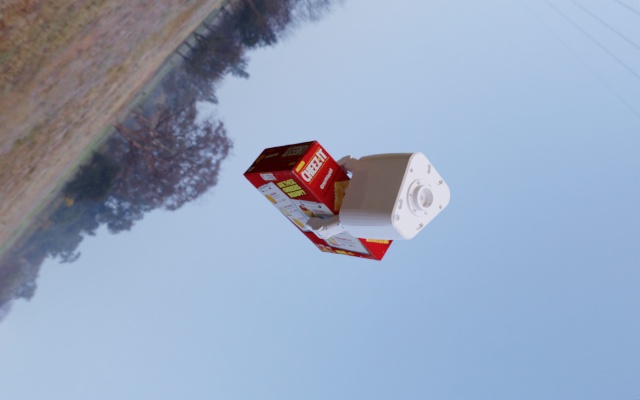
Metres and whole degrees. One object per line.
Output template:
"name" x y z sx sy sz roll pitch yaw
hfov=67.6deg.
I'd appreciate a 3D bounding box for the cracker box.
"cracker box" 0.000 0.003 0.775 0.214 0.072 0.164 46 -24 -26
